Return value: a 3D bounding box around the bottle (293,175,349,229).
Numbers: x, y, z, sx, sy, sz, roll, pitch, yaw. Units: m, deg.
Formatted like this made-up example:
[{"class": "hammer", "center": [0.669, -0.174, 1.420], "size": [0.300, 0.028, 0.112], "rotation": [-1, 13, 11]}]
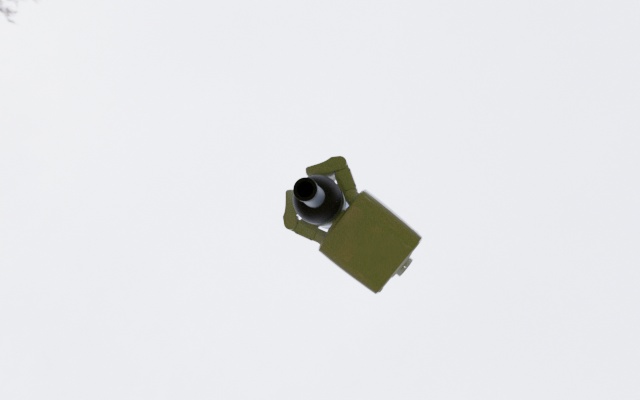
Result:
[{"class": "bottle", "center": [0.000, 0.002, 0.673], "size": [0.069, 0.069, 0.296], "rotation": [0, -6, 7]}]
